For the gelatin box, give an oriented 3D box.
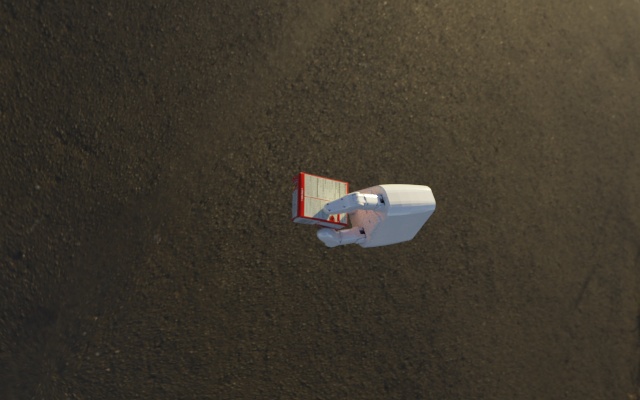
[{"bbox_3d":[0.000,0.002,0.744,0.089,0.073,0.030,12,-23,-28],"label":"gelatin box"}]
